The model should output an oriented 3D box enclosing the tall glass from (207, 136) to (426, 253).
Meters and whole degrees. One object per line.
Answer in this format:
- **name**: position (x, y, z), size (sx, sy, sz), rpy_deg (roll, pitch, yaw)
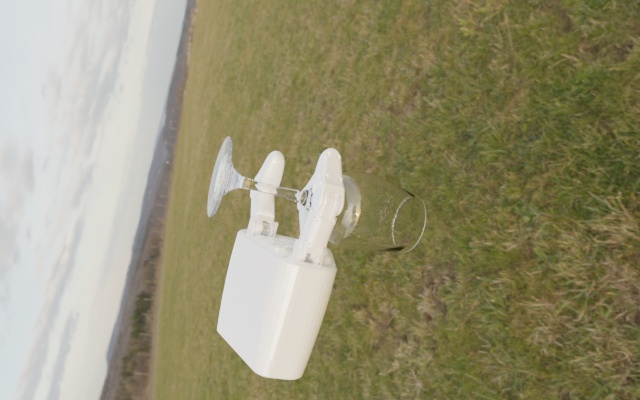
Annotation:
- **tall glass**: position (0.000, 0.001, 0.457), size (0.201, 0.079, 0.079), rpy_deg (14, -5, -20)
